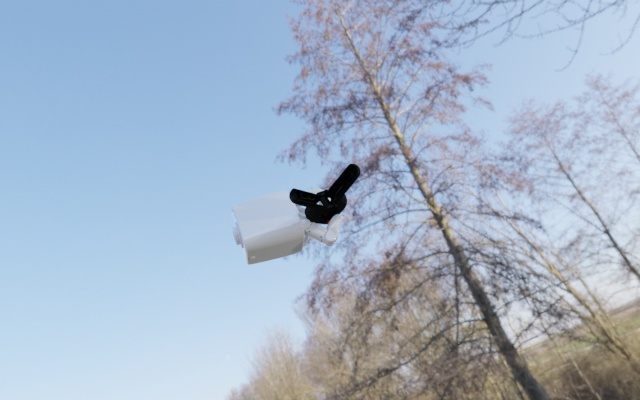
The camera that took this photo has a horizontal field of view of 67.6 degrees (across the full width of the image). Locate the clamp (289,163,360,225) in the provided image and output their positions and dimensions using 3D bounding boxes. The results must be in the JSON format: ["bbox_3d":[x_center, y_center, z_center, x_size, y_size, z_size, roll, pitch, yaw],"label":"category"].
[{"bbox_3d":[0.000,0.002,0.811,0.120,0.039,0.172,-15,-26,-14],"label":"clamp"}]
